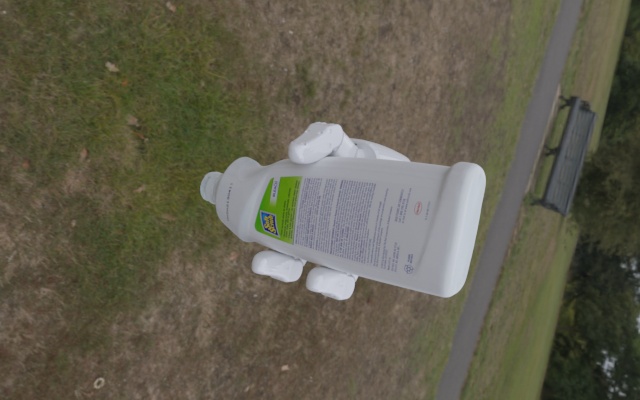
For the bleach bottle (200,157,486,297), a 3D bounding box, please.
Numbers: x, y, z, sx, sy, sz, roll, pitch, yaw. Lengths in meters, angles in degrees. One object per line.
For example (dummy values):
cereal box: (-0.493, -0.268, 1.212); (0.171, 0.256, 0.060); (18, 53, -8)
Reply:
bleach bottle: (0.000, 0.001, 0.406); (0.251, 0.102, 0.068); (12, 4, 29)
